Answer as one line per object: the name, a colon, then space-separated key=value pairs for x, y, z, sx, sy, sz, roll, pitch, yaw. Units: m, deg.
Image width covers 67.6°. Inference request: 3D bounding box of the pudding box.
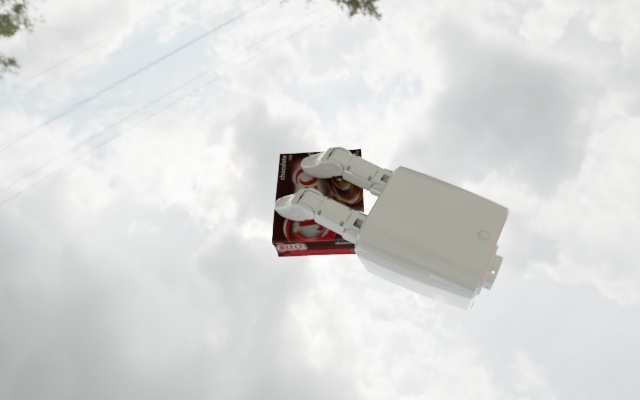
pudding box: x=0.000 y=0.002 z=0.491 sx=0.090 sy=0.113 sz=0.039 roll=-3 pitch=-36 yaw=6
